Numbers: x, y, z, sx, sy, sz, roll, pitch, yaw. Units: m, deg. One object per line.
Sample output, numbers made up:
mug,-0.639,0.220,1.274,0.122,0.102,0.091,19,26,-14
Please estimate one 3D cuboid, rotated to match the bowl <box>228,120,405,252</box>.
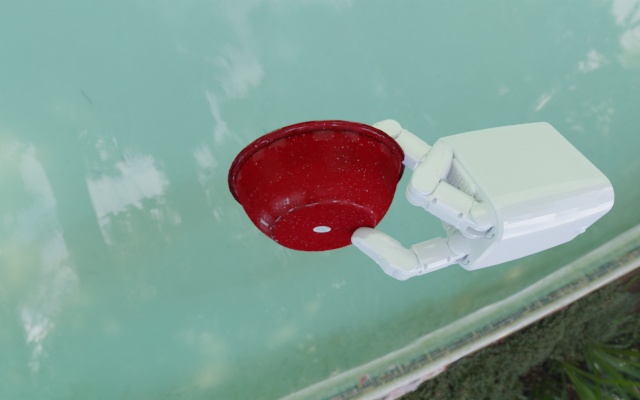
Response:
bowl,-0.001,0.002,0.422,0.162,0.055,0.162,-5,-30,-3
